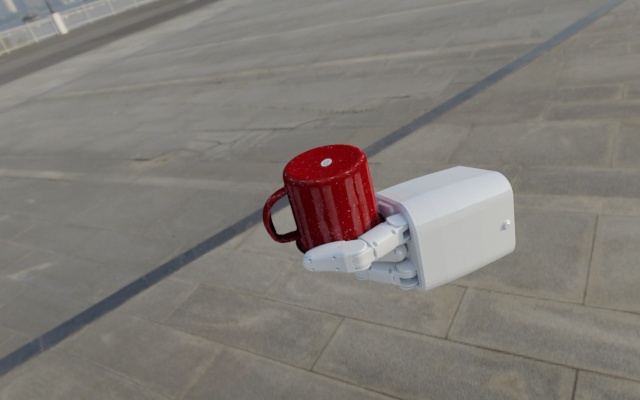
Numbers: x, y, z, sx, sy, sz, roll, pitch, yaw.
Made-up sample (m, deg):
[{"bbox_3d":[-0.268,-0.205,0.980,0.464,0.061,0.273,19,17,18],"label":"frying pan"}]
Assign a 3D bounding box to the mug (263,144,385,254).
[{"bbox_3d":[-0.001,0.002,0.461,0.117,0.081,0.093,-19,29,-9],"label":"mug"}]
